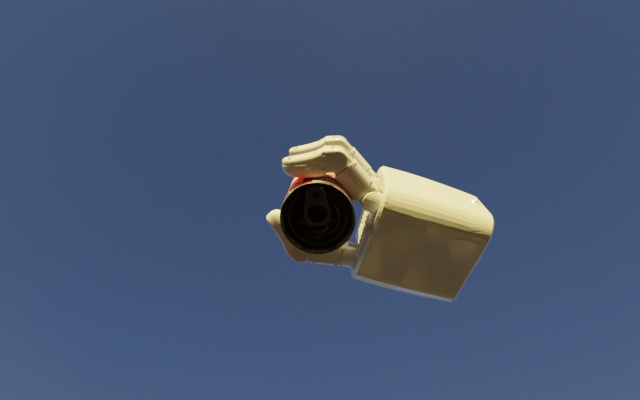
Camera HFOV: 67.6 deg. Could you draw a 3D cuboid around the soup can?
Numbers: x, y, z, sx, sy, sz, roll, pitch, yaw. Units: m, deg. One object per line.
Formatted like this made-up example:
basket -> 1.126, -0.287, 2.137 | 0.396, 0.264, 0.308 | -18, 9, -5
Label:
soup can -> 0.000, 0.001, 0.472 | 0.068, 0.068, 0.102 | 0, 17, 3
